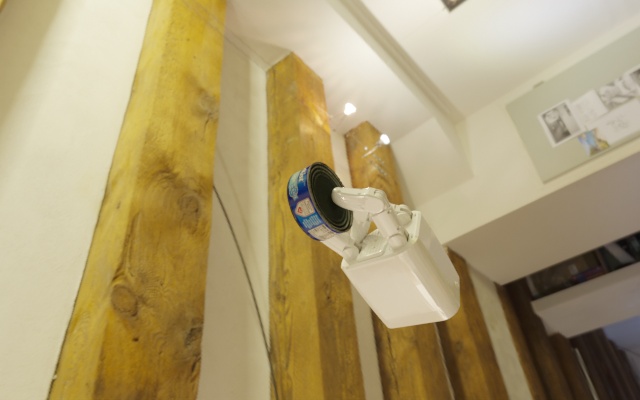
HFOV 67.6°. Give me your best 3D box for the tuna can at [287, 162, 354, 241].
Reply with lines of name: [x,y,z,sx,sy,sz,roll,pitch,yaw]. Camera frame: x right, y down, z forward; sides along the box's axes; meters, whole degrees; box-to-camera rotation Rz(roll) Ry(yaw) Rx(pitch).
tuna can: [0.000,0.002,0.541,0.034,0.086,0.086,-25,-12,27]
